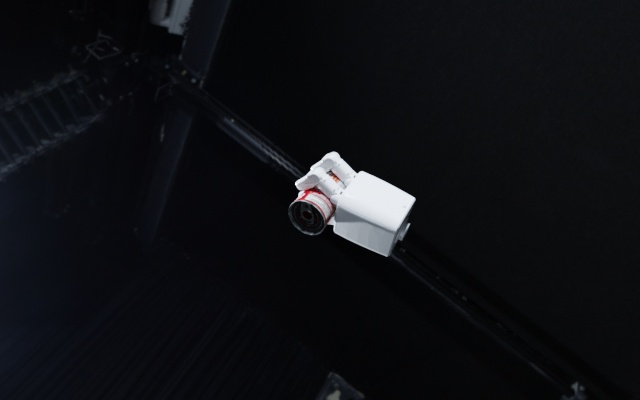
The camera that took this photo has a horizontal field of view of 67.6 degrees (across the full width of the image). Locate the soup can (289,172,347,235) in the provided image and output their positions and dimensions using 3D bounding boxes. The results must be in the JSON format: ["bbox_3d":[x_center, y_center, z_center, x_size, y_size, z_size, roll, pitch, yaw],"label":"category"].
[{"bbox_3d":[0.000,0.002,0.817,0.068,0.068,0.102,0,32,33],"label":"soup can"}]
